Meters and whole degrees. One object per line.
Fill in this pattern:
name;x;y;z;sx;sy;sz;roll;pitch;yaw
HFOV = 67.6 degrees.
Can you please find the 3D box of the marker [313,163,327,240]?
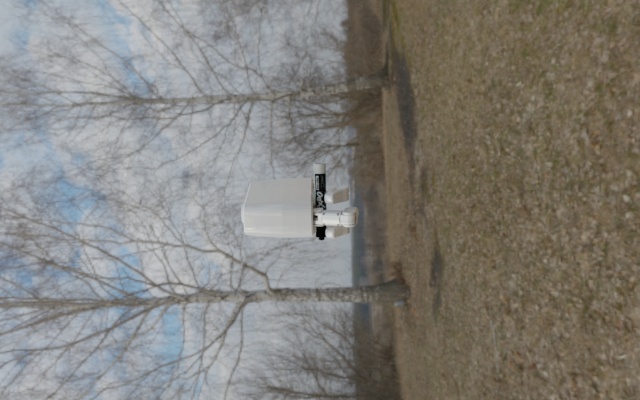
marker;0.000;0.002;0.741;0.020;0.121;0.020;-2;11;0
